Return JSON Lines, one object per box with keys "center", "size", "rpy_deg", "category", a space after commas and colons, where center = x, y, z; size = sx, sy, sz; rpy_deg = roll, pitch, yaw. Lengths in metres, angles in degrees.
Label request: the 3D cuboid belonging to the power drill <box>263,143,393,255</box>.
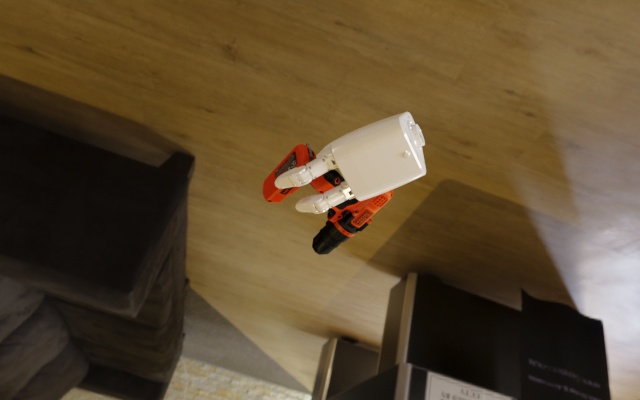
{"center": [0.000, 0.002, 0.789], "size": [0.188, 0.184, 0.057], "rpy_deg": [28, 28, -32], "category": "power drill"}
